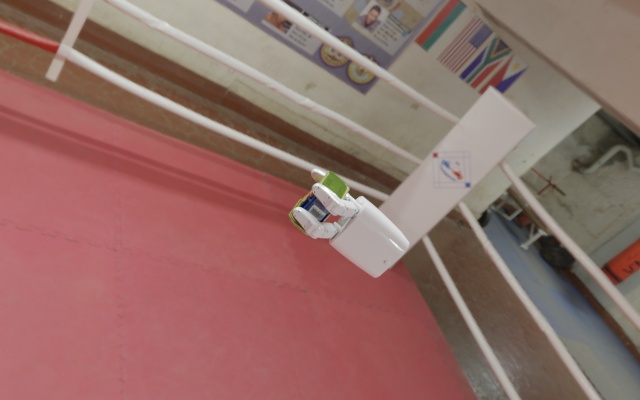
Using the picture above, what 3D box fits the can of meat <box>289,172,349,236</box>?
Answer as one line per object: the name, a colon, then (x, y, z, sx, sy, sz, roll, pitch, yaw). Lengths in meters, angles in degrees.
can of meat: (0.000, 0.002, 0.838, 0.057, 0.084, 0.102, 41, 24, -4)
